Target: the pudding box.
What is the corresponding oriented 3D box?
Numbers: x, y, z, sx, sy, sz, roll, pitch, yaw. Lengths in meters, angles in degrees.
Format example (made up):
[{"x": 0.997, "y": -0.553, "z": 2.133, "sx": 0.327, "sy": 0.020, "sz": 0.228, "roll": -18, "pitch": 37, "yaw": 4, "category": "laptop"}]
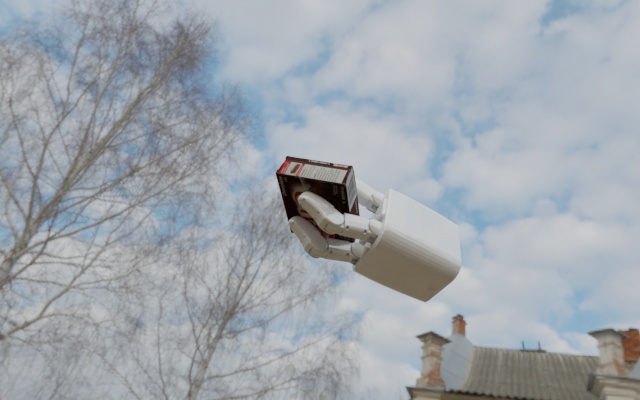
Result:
[{"x": 0.000, "y": 0.002, "z": 0.596, "sx": 0.090, "sy": 0.114, "sz": 0.039, "roll": 10, "pitch": 46, "yaw": 19, "category": "pudding box"}]
